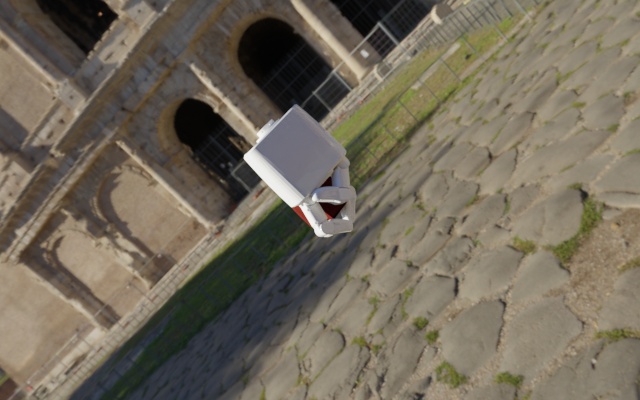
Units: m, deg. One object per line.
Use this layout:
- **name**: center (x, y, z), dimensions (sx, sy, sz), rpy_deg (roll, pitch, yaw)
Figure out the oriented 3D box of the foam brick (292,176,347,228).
- **foam brick**: center (0.000, 0.003, 0.764), dimensions (0.051, 0.053, 0.078), rpy_deg (43, -29, -11)
